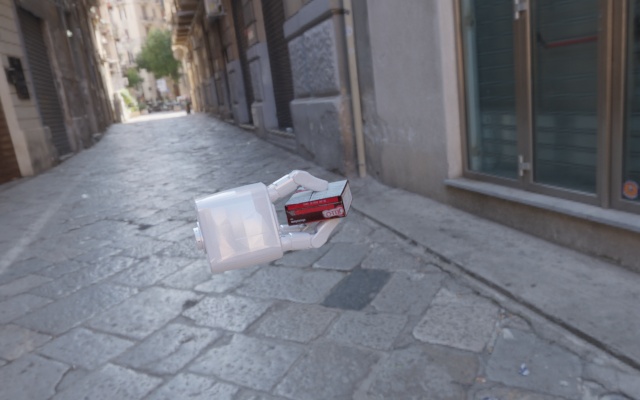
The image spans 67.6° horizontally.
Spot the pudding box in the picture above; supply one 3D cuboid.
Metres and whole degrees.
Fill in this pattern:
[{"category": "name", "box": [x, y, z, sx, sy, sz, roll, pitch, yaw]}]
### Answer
[{"category": "pudding box", "box": [0.000, 0.002, 0.747, 0.090, 0.039, 0.113, -9, 15, 12]}]
